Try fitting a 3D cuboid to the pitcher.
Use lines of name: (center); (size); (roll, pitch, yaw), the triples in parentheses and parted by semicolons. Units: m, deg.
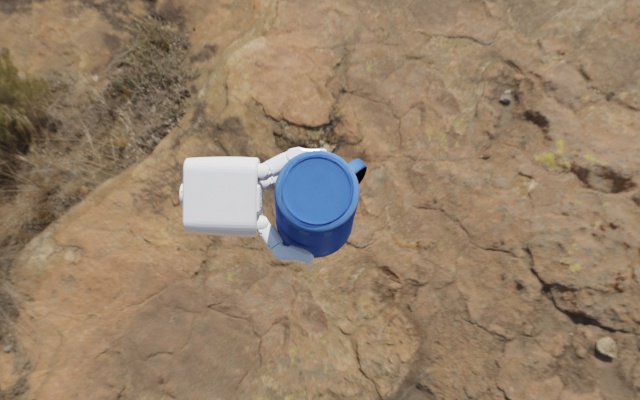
pitcher: (0.000, 0.002, 0.710); (0.145, 0.149, 0.243); (3, -11, -1)
